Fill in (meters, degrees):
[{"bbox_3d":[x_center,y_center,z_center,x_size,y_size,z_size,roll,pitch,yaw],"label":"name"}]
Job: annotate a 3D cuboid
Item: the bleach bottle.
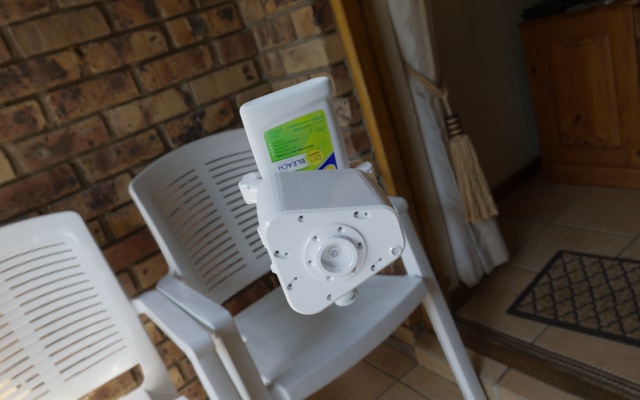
[{"bbox_3d":[0.000,0.002,0.526,0.102,0.251,0.068,-20,19,-2],"label":"bleach bottle"}]
